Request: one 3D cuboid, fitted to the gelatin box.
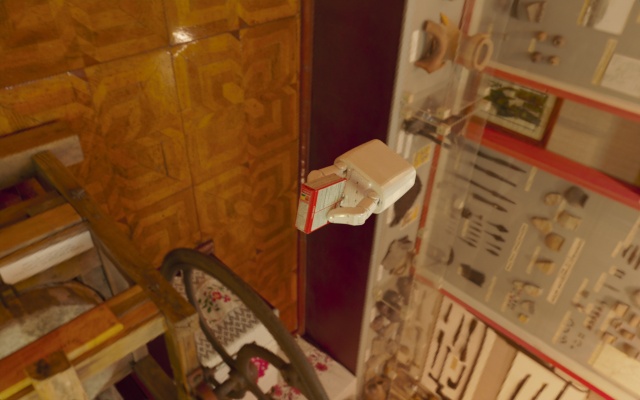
[{"bbox_3d":[0.000,0.003,0.740,0.030,0.073,0.089,25,28,27],"label":"gelatin box"}]
